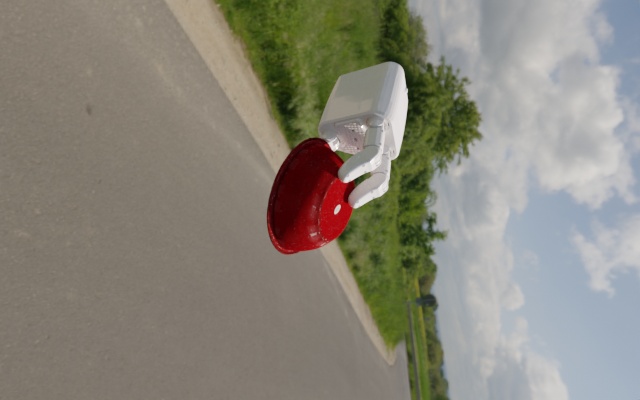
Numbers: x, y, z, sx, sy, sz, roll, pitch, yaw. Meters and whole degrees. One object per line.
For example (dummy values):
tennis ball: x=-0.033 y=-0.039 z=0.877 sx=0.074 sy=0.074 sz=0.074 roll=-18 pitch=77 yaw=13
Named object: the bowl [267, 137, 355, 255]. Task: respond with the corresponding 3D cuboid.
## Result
bowl: x=0.000 y=0.003 z=0.624 sx=0.055 sy=0.162 sz=0.162 roll=18 pitch=9 yaw=28
